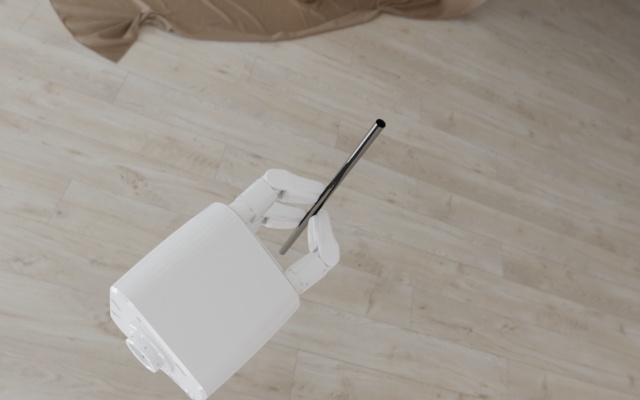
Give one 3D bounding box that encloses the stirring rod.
[{"bbox_3d":[0.000,0.002,0.434,0.011,0.011,0.240,0,-28,-23],"label":"stirring rod"}]
